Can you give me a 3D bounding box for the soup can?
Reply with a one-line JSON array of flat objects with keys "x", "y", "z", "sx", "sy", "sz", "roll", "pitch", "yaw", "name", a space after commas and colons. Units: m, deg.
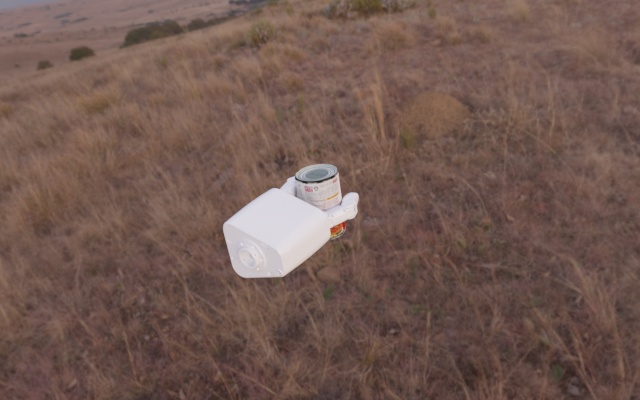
[{"x": 0.000, "y": 0.002, "z": 0.742, "sx": 0.068, "sy": 0.102, "sz": 0.068, "roll": -7, "pitch": 26, "yaw": 3, "name": "soup can"}]
